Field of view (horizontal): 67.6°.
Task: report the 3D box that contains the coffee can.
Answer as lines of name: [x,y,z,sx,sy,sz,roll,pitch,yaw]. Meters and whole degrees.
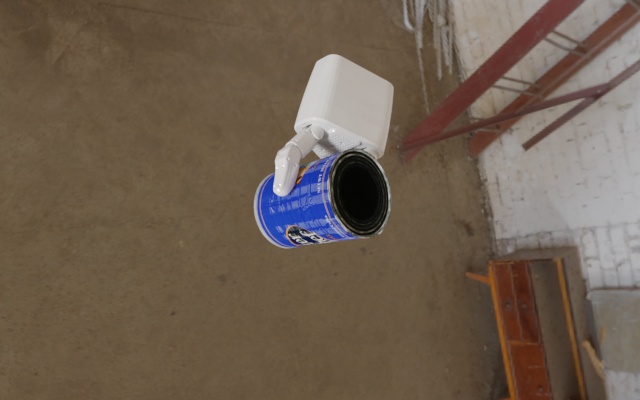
coffee can: [0.000,0.002,0.584,0.103,0.103,0.140,0,-9,-43]
